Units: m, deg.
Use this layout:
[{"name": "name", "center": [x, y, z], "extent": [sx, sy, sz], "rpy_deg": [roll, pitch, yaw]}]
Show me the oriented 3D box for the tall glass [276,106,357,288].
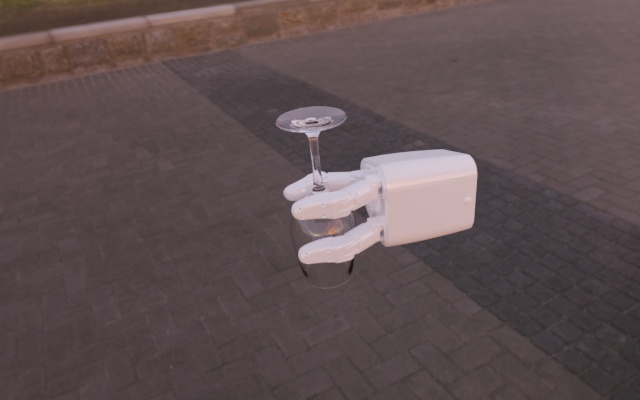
[{"name": "tall glass", "center": [0.000, 0.001, 0.540], "extent": [0.079, 0.201, 0.079], "rpy_deg": [-4, 28, 2]}]
